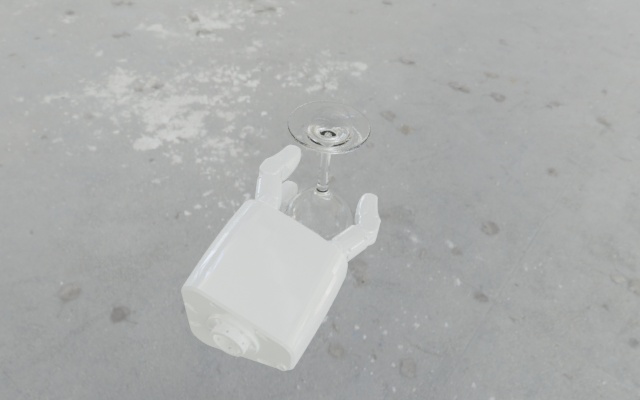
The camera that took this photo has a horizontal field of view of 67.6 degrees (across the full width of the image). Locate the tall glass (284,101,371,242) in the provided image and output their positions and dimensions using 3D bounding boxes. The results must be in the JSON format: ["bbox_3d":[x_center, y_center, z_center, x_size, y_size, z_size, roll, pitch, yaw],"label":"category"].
[{"bbox_3d":[0.000,0.001,0.495,0.079,0.079,0.201,0,-43,-6],"label":"tall glass"}]
